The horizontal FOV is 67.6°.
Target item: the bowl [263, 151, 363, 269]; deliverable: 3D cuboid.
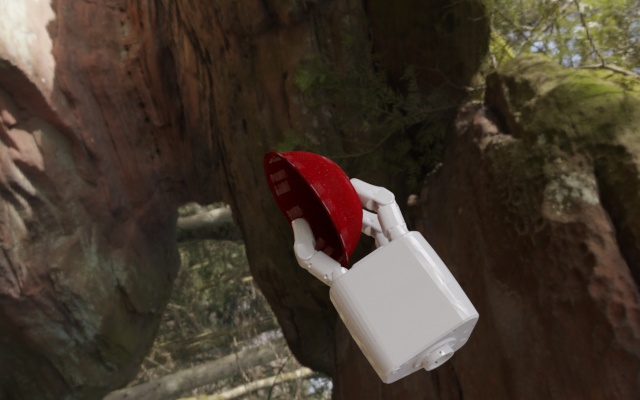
[{"bbox_3d":[0.000,0.001,0.557,0.055,0.162,0.162,-34,12,-19],"label":"bowl"}]
